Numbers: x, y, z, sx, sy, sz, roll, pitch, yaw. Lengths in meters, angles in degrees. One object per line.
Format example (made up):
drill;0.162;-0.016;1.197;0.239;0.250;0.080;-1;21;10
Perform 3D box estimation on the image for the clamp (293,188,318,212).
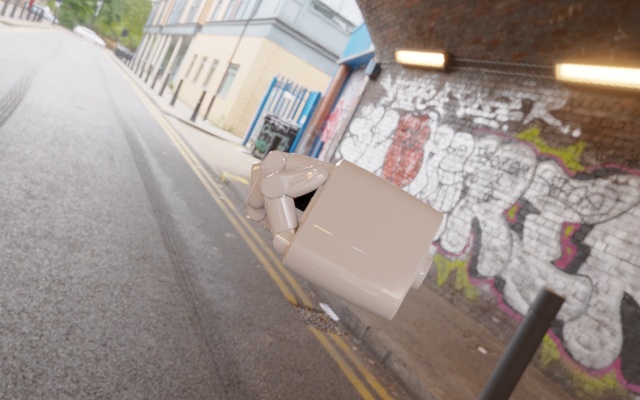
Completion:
clamp;0.000;0.001;0.539;0.120;0.039;0.171;29;7;9
